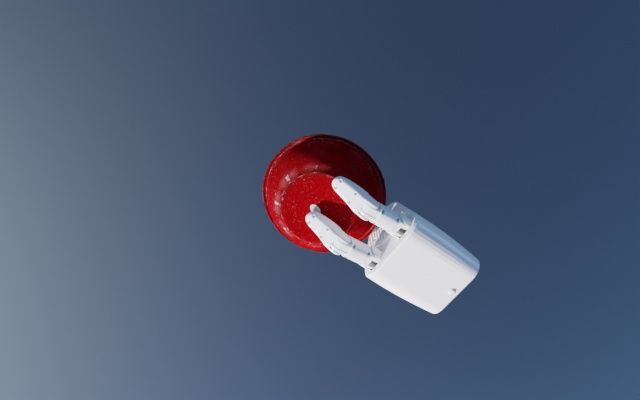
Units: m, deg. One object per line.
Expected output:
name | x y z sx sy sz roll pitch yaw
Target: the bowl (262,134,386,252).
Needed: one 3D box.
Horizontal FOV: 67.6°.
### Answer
bowl | -0.001 0.002 0.594 0.162 0.162 0.055 0 19 9
